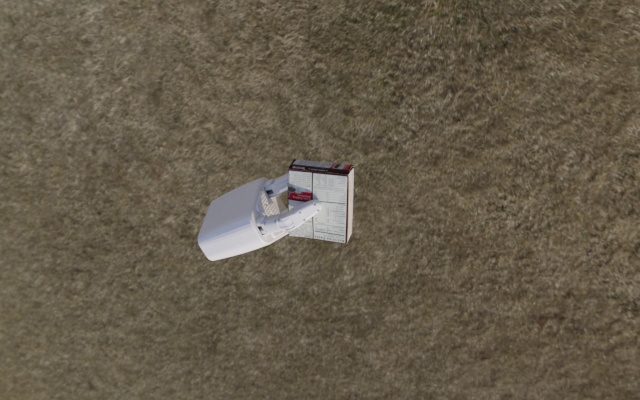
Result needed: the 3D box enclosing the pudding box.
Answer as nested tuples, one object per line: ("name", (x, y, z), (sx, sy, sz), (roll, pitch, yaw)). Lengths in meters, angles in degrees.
("pudding box", (0.000, 0.002, 0.679), (0.090, 0.113, 0.039), (7, 29, 12))
